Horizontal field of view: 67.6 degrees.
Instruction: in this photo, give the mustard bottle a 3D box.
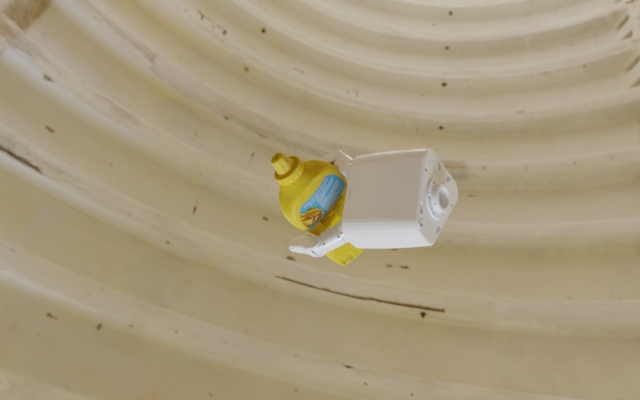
[{"bbox_3d":[0.000,0.002,0.649,0.192,0.096,0.058,45,-9,-36],"label":"mustard bottle"}]
